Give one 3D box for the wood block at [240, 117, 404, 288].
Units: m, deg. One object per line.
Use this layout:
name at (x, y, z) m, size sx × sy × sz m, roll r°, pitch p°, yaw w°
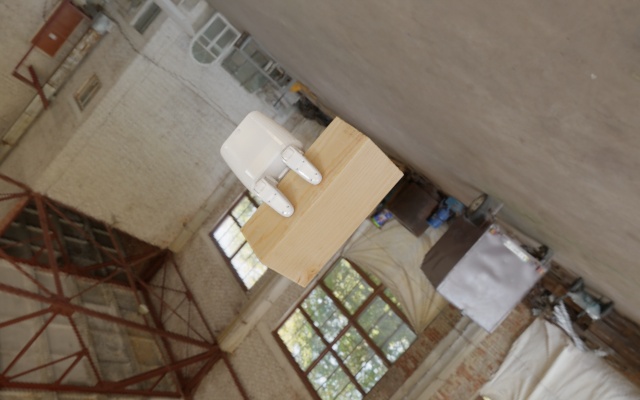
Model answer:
wood block at (0.000, 0.002, 0.653) m, size 0.091 × 0.206 × 0.090 m, roll 38°, pitch 5°, yaw -40°
